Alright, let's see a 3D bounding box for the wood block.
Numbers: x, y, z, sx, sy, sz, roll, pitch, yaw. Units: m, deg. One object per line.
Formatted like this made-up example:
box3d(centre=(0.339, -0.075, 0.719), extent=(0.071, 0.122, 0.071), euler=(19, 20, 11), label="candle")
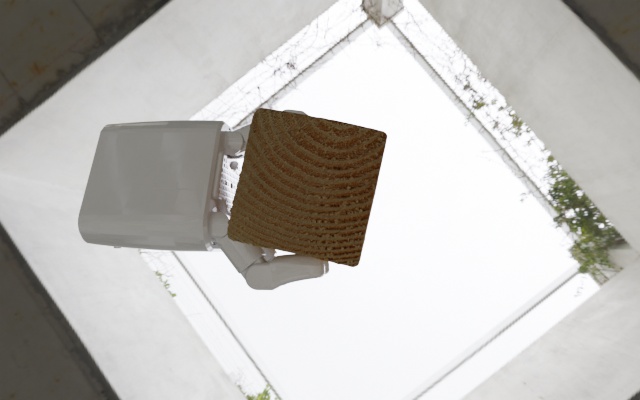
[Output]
box3d(centre=(0.000, 0.001, 0.404), extent=(0.090, 0.091, 0.206), euler=(12, -5, 6), label="wood block")
